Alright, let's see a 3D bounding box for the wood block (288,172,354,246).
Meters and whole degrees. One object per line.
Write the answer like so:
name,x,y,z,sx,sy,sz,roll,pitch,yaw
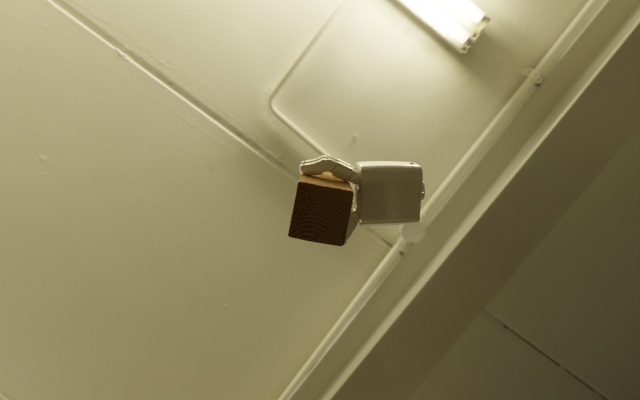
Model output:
wood block,0.000,0.003,0.827,0.090,0.091,0.206,10,10,-2
